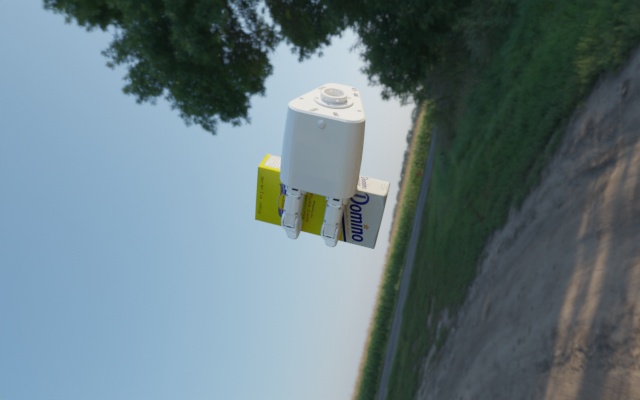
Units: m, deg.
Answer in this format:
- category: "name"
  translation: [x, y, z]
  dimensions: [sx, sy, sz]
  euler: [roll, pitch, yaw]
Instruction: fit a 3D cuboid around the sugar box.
- category: "sugar box"
  translation: [0.000, 0.002, 0.661]
  dimensions: [0.176, 0.093, 0.048]
  euler: [14, 35, 9]
